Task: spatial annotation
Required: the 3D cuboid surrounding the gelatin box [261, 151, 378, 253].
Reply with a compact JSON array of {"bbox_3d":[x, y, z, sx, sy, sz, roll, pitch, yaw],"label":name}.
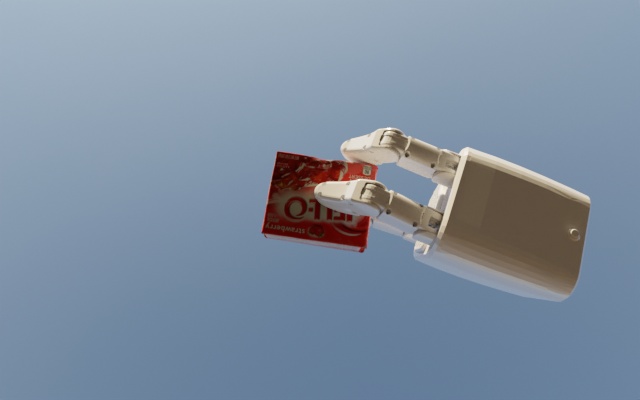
[{"bbox_3d":[0.000,0.001,0.409,0.089,0.073,0.030,9,-14,3],"label":"gelatin box"}]
